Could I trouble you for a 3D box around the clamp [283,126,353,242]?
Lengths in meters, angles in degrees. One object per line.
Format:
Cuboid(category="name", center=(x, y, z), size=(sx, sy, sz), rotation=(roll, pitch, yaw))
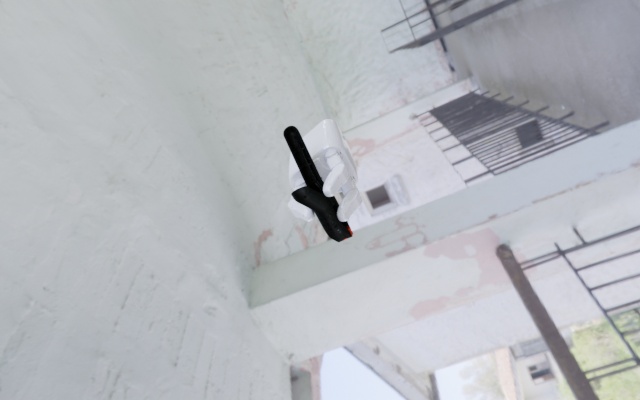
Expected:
Cuboid(category="clamp", center=(0.000, 0.003, 0.746), size=(0.036, 0.210, 0.164), rotation=(-23, 34, 12))
